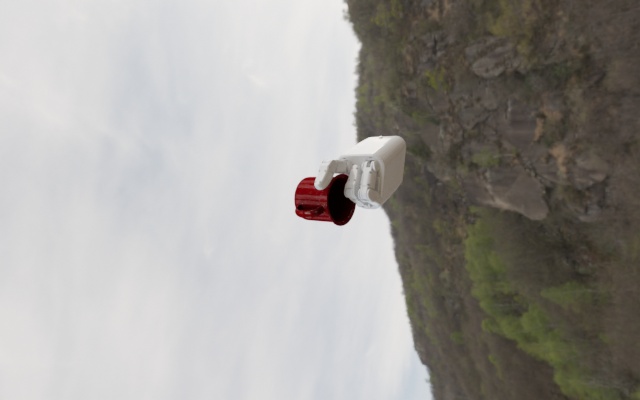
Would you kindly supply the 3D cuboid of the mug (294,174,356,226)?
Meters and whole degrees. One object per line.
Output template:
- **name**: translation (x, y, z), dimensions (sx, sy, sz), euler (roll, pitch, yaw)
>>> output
- **mug**: translation (-0.001, 0.004, 0.858), dimensions (0.081, 0.093, 0.117), euler (3, 28, 37)
